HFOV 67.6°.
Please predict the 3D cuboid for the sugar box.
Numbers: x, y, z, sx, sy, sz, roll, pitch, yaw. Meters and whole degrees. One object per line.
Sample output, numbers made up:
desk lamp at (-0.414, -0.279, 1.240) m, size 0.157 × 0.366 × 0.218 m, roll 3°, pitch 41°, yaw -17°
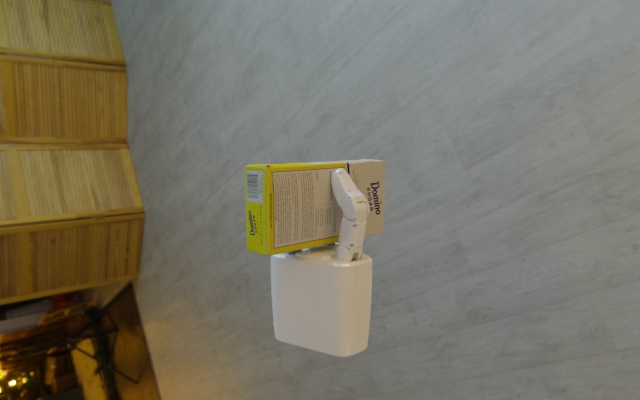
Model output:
sugar box at (0.000, 0.002, 0.544) m, size 0.176 × 0.093 × 0.048 m, roll -6°, pitch 10°, yaw -43°
